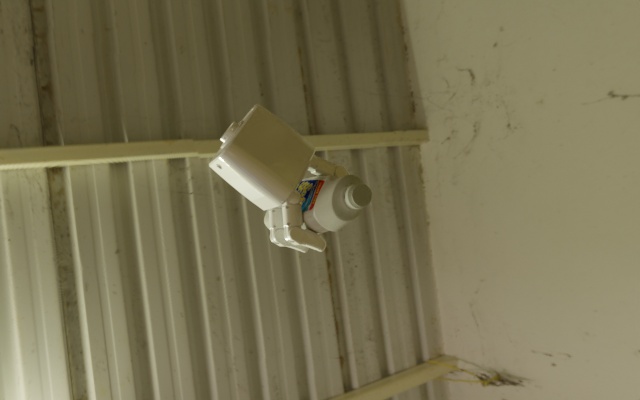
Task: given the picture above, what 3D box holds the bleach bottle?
[{"bbox_3d":[0.000,0.002,0.693,0.068,0.102,0.251,38,-22,-17],"label":"bleach bottle"}]
